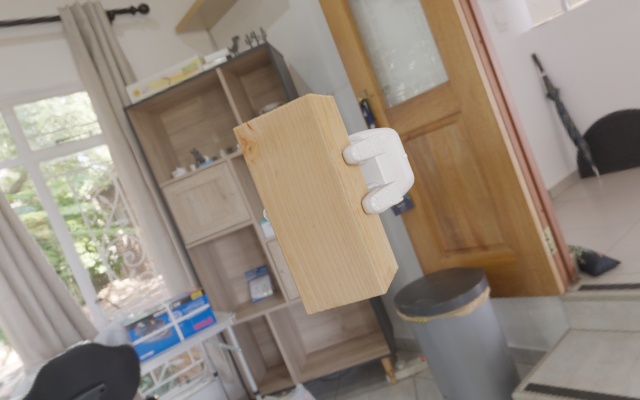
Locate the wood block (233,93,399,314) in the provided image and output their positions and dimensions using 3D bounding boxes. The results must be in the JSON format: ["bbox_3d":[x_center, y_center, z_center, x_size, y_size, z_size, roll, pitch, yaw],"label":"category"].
[{"bbox_3d":[0.000,0.002,0.511,0.091,0.206,0.090,-20,4,20],"label":"wood block"}]
